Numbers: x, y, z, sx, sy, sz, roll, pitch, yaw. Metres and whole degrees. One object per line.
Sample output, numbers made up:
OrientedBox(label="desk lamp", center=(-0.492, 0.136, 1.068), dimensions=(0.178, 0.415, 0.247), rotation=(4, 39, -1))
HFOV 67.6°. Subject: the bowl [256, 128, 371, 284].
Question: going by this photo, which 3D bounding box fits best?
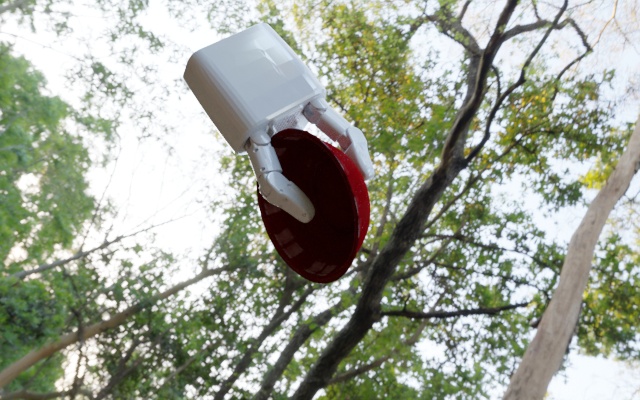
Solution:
OrientedBox(label="bowl", center=(0.001, 0.003, 0.499), dimensions=(0.055, 0.162, 0.162), rotation=(-17, 11, -38))
